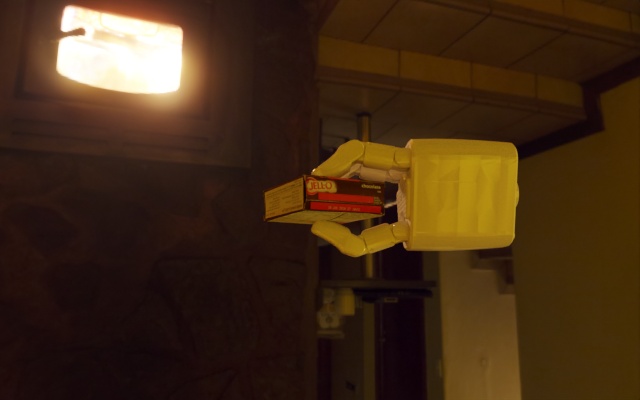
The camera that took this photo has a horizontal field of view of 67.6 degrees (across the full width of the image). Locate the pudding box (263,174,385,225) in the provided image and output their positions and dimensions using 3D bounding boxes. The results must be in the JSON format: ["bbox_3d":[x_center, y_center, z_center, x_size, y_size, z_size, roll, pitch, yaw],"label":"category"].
[{"bbox_3d":[0.000,0.002,0.498,0.090,0.039,0.113,5,-11,-26],"label":"pudding box"}]
